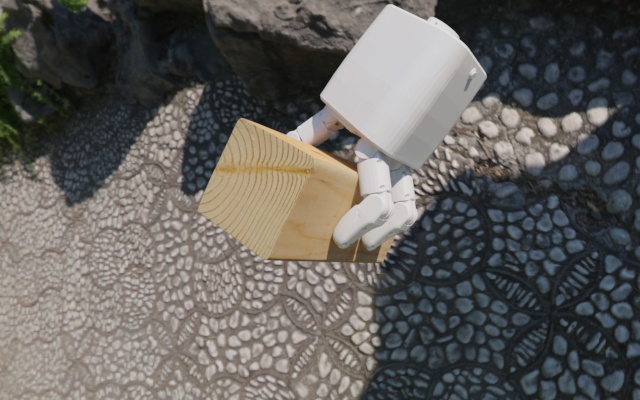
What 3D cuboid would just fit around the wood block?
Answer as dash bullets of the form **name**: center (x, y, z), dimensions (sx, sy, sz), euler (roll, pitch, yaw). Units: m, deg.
- **wood block**: center (0.000, 0.001, 0.463), dimensions (0.090, 0.090, 0.206), euler (31, 10, 32)
